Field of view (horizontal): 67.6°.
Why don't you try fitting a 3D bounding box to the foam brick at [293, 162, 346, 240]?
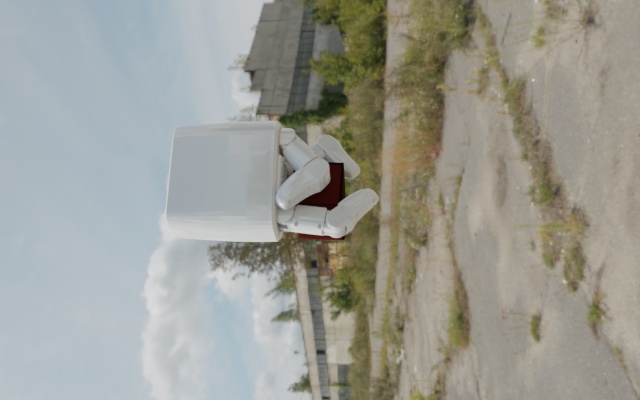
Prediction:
[{"bbox_3d":[0.000,0.002,0.504,0.051,0.053,0.078,0,-32,5],"label":"foam brick"}]
